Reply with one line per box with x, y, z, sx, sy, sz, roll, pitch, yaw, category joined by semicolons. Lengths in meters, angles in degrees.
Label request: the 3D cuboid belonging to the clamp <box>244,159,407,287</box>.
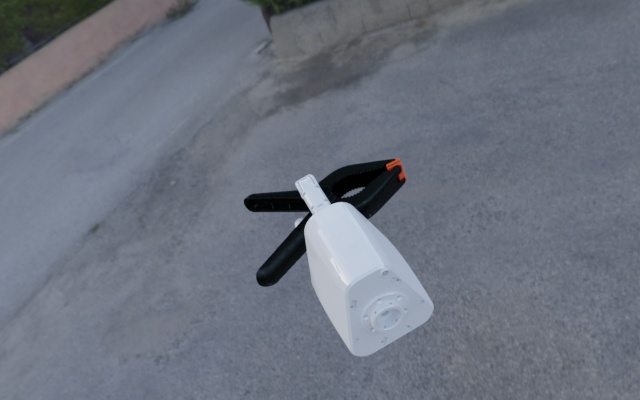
0.000;0.001;0.579;0.210;0.036;0.164;-29;37;-4;clamp
